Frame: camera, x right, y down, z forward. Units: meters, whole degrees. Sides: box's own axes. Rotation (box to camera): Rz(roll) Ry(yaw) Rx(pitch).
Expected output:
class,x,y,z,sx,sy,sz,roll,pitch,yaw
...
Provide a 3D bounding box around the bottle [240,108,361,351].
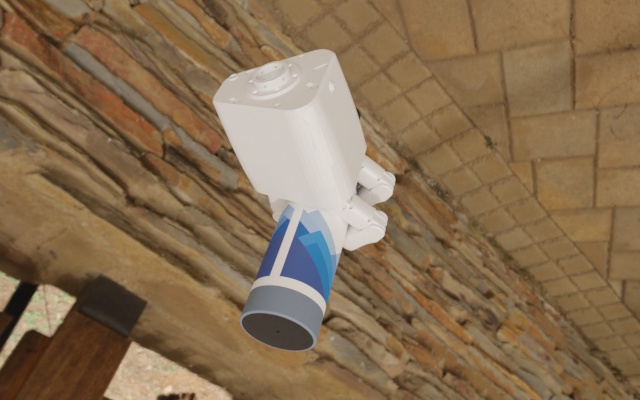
class,x,y,z,sx,sy,sz,roll,pitch,yaw
bottle,0.000,0.002,0.487,0.069,0.295,0.069,11,-40,9
